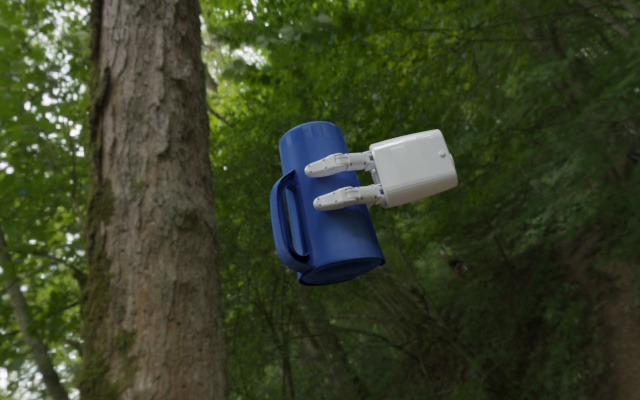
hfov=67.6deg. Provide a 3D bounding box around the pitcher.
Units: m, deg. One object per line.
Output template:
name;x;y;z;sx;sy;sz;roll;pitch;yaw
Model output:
pitcher;0.000;0.002;0.739;0.145;0.242;0.149;-15;-21;2
